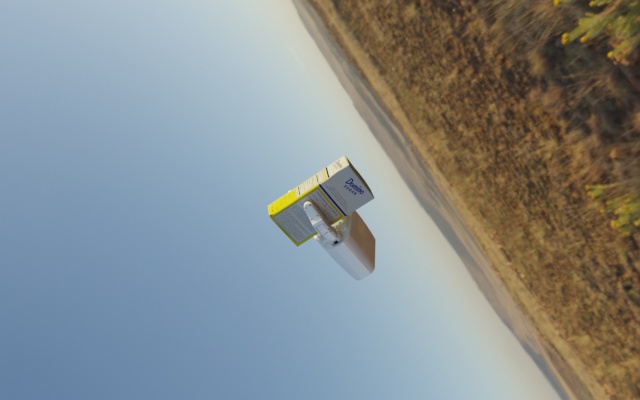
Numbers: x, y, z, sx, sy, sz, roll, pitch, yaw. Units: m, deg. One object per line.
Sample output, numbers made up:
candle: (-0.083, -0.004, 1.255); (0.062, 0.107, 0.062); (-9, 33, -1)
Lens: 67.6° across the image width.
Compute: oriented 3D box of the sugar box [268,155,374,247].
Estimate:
sugar box: (0.000, 0.003, 0.880); (0.176, 0.093, 0.048); (-33, 33, 11)
